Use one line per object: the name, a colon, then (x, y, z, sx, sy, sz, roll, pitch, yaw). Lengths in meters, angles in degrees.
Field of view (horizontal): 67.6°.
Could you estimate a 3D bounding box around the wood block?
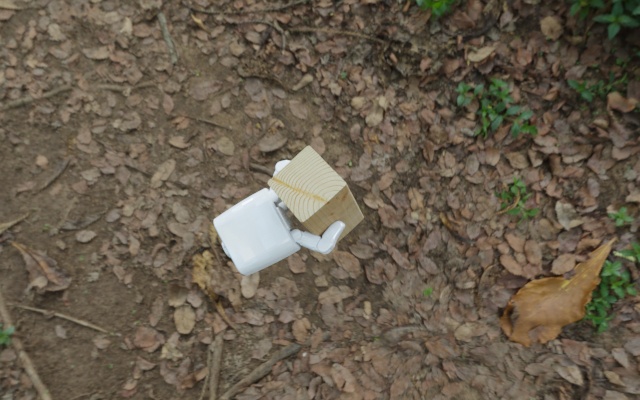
wood block: (0.000, 0.003, 0.807, 0.090, 0.090, 0.206, -42, -20, -1)
